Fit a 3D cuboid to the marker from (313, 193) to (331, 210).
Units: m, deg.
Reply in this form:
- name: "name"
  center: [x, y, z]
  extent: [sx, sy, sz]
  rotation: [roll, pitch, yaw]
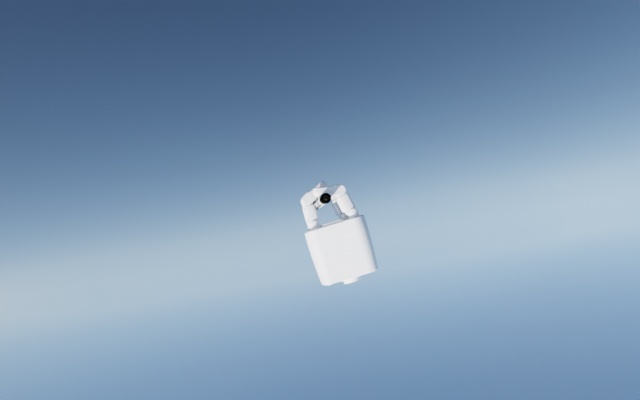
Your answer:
- name: "marker"
  center: [0.000, 0.003, 0.872]
  extent: [0.020, 0.020, 0.121]
  rotation: [0, -7, -10]
